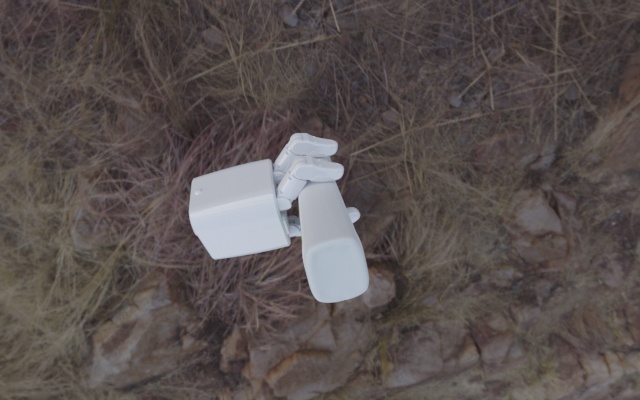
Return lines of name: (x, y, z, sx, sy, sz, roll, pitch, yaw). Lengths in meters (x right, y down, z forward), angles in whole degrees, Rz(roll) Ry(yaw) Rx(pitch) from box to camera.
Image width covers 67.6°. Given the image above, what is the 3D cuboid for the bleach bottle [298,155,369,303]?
bleach bottle: (0.000, 0.002, 0.614, 0.068, 0.103, 0.250, -13, 39, 0)
